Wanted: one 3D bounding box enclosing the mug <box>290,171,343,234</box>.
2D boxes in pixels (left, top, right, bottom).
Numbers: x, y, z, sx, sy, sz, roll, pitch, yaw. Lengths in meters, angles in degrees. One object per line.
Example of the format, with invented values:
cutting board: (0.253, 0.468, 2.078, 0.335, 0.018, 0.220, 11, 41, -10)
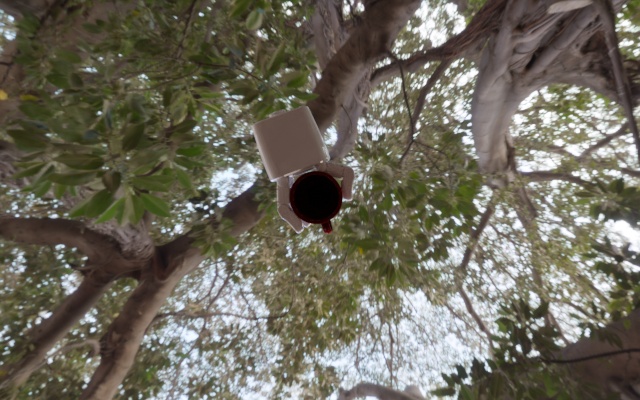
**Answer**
mug: (0.001, 0.004, 0.867, 0.093, 0.117, 0.081, -20, 3, 7)
